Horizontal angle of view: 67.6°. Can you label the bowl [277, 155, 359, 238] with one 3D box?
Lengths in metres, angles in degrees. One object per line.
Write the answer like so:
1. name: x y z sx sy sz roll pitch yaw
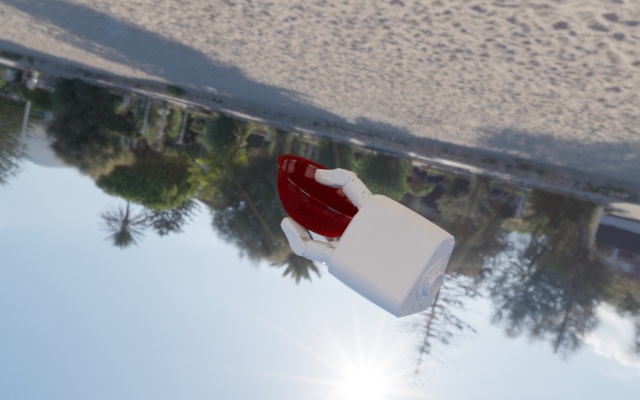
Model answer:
1. bowl: -0.001 0.002 0.657 0.162 0.055 0.162 28 18 -10
